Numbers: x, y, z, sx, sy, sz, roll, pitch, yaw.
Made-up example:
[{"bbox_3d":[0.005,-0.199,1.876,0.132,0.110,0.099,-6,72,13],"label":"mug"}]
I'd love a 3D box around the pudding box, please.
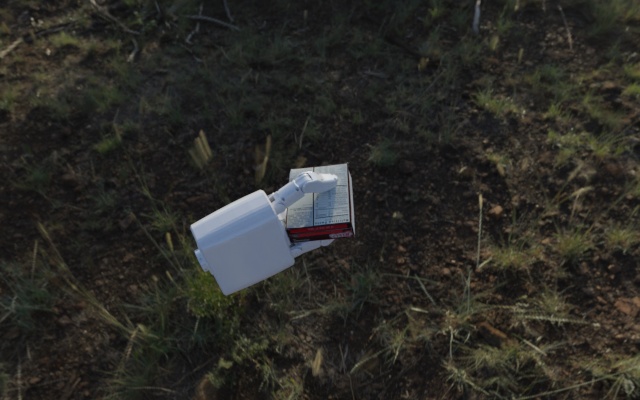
[{"bbox_3d":[0.000,0.002,0.666,0.090,0.113,0.039,-5,-38,7],"label":"pudding box"}]
